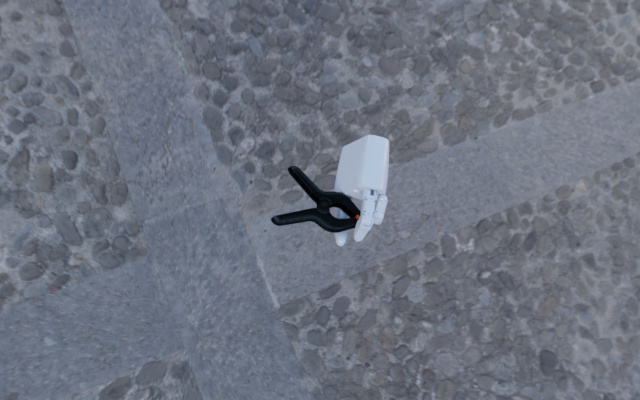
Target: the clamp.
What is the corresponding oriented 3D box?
[{"bbox_3d":[0.000,0.003,0.886,0.171,0.120,0.039,12,-17,-12],"label":"clamp"}]
